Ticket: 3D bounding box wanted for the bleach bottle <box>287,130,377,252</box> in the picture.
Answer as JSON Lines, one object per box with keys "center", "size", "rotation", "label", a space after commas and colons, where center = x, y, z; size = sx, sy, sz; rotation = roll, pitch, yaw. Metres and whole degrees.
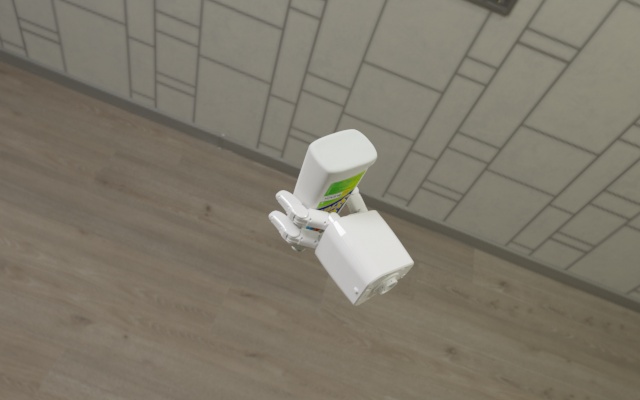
{"center": [0.000, 0.002, 0.763], "size": [0.102, 0.068, 0.251], "rotation": [-21, -27, -31], "label": "bleach bottle"}
